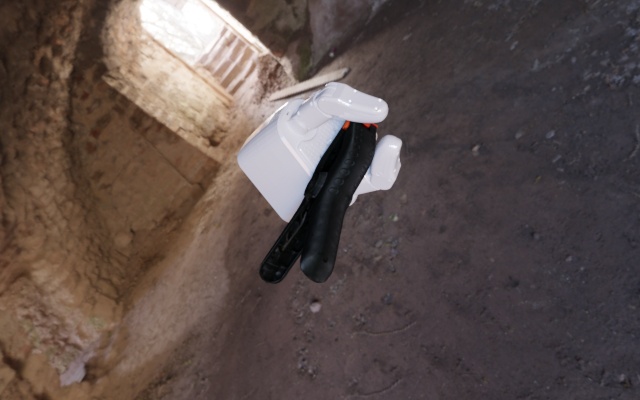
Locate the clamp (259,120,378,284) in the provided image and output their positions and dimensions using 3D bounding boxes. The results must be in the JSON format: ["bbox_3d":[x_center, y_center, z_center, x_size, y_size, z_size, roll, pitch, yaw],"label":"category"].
[{"bbox_3d":[0.000,0.001,0.417,0.039,0.171,0.120,37,-31,-20],"label":"clamp"}]
